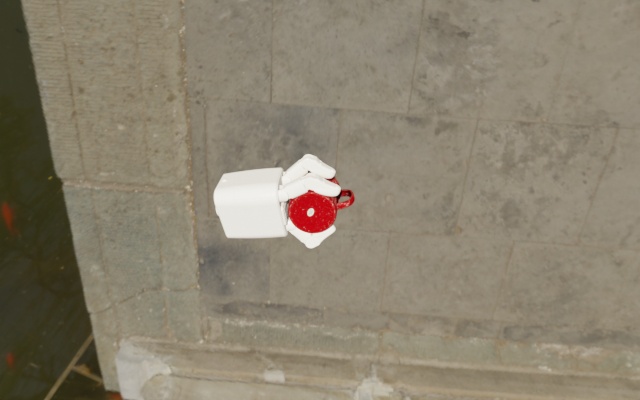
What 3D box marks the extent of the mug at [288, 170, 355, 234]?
[{"bbox_3d":[0.002,0.003,0.816,0.117,0.093,0.081,-4,27,5],"label":"mug"}]
